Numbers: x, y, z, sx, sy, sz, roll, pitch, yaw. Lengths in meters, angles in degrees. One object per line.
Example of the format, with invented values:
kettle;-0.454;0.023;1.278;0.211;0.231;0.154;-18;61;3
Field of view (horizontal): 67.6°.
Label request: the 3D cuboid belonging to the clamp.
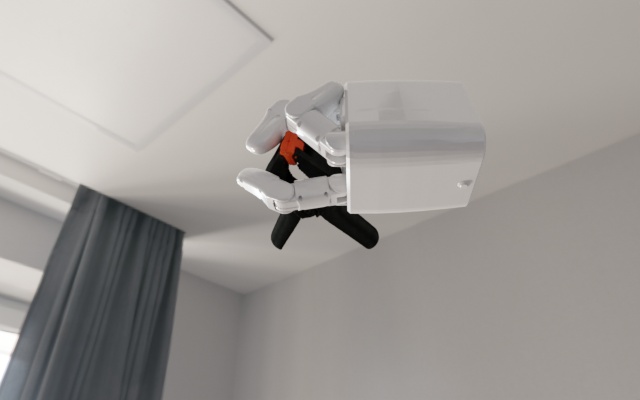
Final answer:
clamp;0.000;0.001;0.477;0.120;0.039;0.172;-1;-35;3
